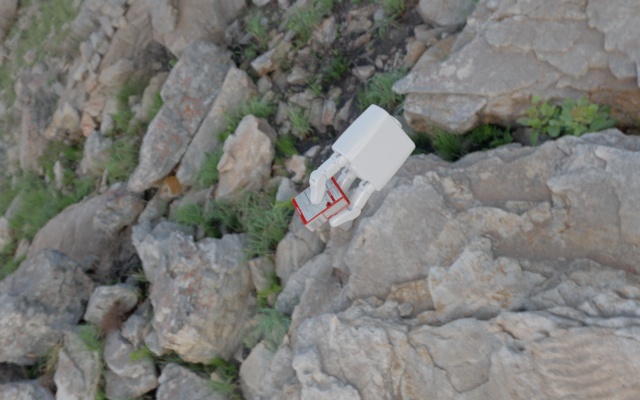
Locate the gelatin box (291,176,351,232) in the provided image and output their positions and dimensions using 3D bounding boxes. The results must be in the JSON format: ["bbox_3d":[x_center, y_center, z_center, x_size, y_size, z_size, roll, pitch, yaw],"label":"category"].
[{"bbox_3d":[0.000,0.003,0.856,0.089,0.073,0.030,-36,-44,5],"label":"gelatin box"}]
